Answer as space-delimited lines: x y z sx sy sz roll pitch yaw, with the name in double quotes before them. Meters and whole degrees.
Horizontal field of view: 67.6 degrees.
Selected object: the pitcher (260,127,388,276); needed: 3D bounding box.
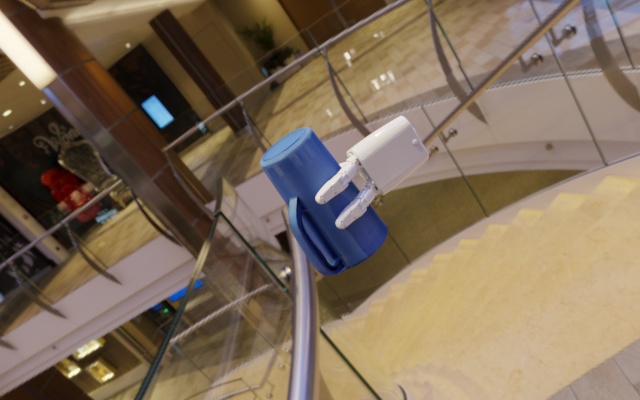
"pitcher" 0.000 0.003 0.838 0.145 0.243 0.149 -36 20 1
